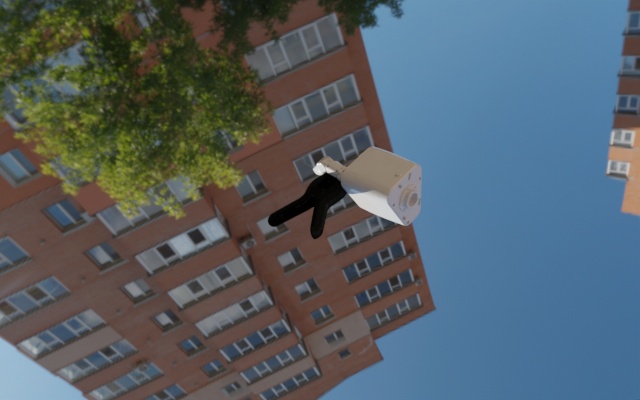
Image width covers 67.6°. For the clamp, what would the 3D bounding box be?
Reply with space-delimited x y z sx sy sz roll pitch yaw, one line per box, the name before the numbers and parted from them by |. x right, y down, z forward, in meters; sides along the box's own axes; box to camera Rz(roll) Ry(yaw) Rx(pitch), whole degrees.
clamp | 0.000 0.003 0.841 0.171 0.039 0.120 -43 44 -21
